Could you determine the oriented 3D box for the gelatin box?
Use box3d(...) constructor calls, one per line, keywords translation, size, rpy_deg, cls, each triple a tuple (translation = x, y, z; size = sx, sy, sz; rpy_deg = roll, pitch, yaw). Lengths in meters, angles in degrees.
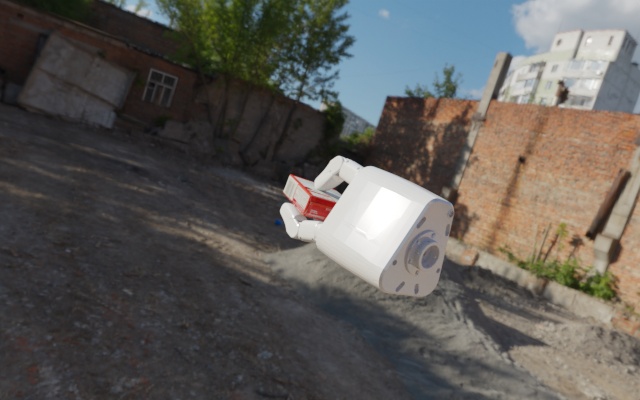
box3d(translation=(0.000, 0.001, 0.614), size=(0.073, 0.030, 0.089), rpy_deg=(18, 13, -27), cls="gelatin box")
